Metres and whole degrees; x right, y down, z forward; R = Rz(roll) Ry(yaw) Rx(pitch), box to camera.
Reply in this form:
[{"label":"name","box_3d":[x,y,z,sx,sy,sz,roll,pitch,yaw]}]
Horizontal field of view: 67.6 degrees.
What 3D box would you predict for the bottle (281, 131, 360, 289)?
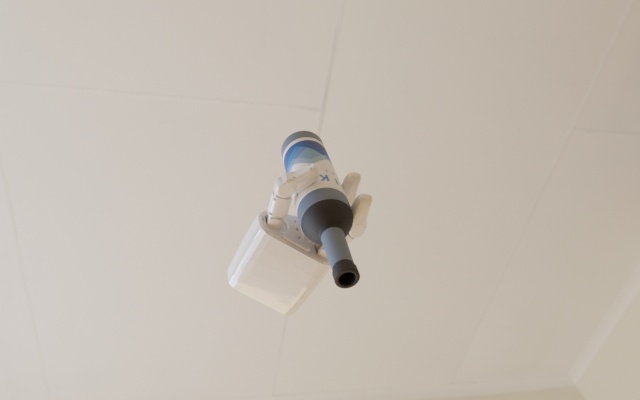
[{"label":"bottle","box_3d":[0.000,0.002,0.614,0.069,0.069,0.295,0,33,-13]}]
